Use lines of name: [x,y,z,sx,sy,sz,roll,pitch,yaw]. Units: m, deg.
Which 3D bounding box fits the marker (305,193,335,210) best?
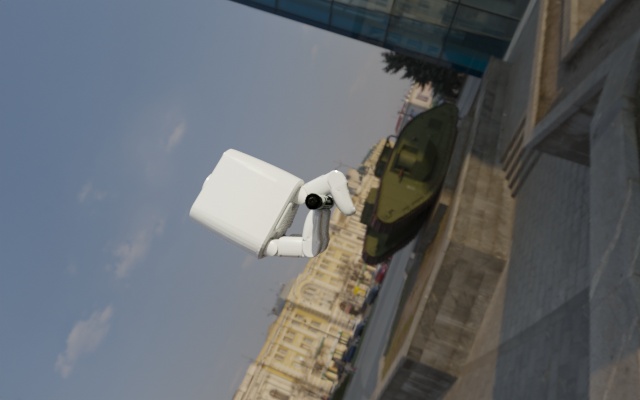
marker: [0.000,0.002,0.581,0.020,0.020,0.121,0,-1,9]
